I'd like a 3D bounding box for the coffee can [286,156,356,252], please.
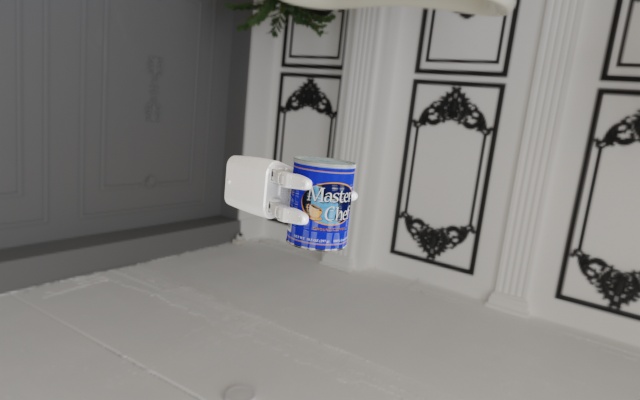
[{"bbox_3d":[0.000,0.002,0.788,0.103,0.140,0.103,6,10,-1],"label":"coffee can"}]
